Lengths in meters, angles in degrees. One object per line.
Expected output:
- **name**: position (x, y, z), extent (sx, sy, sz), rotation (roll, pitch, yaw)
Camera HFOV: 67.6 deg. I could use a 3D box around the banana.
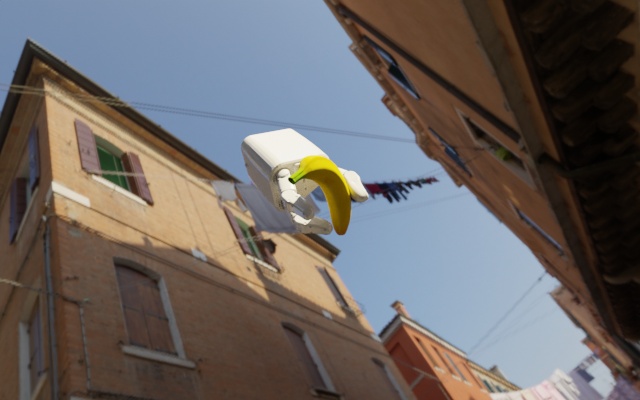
- **banana**: position (0.010, -0.014, 0.703), extent (0.037, 0.069, 0.198), rotation (33, -9, 35)
